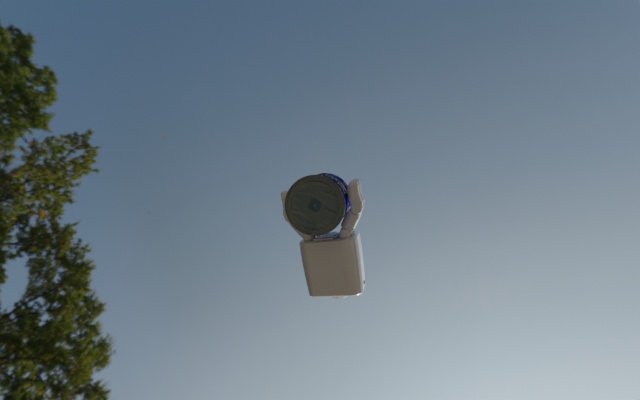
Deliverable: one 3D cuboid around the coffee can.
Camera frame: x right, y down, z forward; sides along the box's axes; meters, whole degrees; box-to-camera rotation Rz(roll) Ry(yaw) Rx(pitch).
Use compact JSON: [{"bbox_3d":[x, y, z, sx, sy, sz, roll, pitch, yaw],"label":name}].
[{"bbox_3d":[0.000,0.003,0.865,0.103,0.103,0.140,0,5,8],"label":"coffee can"}]
